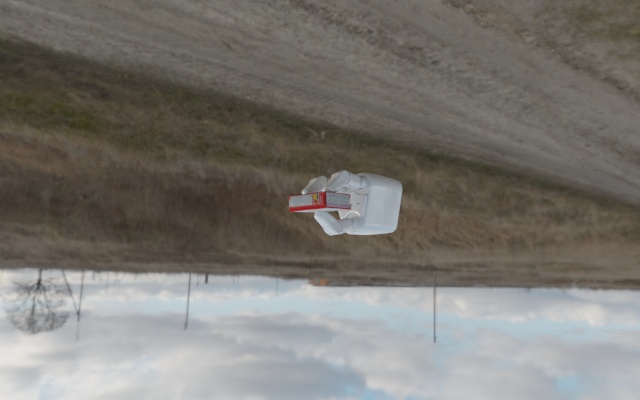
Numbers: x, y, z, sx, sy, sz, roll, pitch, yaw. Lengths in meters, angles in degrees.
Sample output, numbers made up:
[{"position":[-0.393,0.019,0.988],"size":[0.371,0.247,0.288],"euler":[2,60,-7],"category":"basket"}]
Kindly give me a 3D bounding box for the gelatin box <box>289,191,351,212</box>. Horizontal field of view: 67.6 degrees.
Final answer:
[{"position":[0.000,0.003,0.815],"size":[0.073,0.030,0.089],"euler":[-6,-5,31],"category":"gelatin box"}]
